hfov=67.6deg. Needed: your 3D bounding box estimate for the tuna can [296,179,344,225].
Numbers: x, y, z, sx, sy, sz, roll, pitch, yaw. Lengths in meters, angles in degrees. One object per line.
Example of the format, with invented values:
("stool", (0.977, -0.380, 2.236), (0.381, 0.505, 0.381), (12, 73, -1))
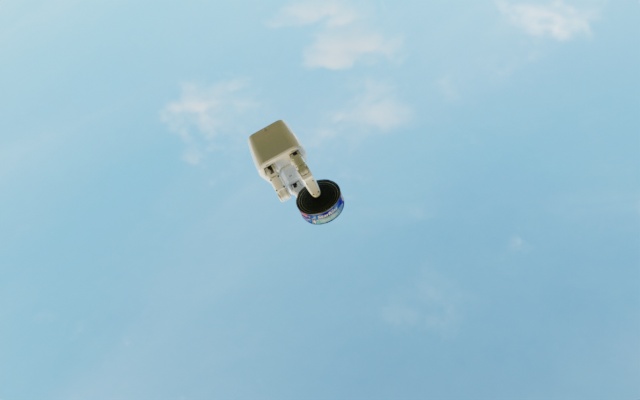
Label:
("tuna can", (0.000, 0.003, 0.883), (0.086, 0.086, 0.034), (0, -41, 23))
